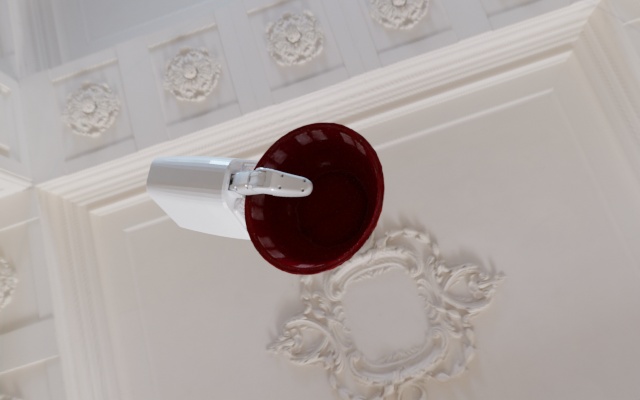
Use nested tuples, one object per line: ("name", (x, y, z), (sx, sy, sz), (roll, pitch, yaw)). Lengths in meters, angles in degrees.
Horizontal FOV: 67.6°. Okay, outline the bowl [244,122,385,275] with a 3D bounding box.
("bowl", (0.001, 0.002, 0.507), (0.162, 0.162, 0.055), (0, -15, 28))
